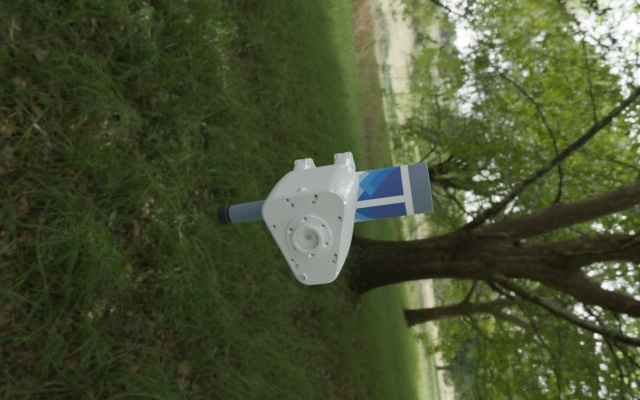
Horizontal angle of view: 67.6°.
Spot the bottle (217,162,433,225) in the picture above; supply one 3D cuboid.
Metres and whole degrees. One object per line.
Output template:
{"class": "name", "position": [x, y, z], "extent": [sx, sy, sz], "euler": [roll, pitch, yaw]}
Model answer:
{"class": "bottle", "position": [0.000, 0.002, 0.655], "extent": [0.296, 0.069, 0.069], "euler": [-8, -2, 12]}
